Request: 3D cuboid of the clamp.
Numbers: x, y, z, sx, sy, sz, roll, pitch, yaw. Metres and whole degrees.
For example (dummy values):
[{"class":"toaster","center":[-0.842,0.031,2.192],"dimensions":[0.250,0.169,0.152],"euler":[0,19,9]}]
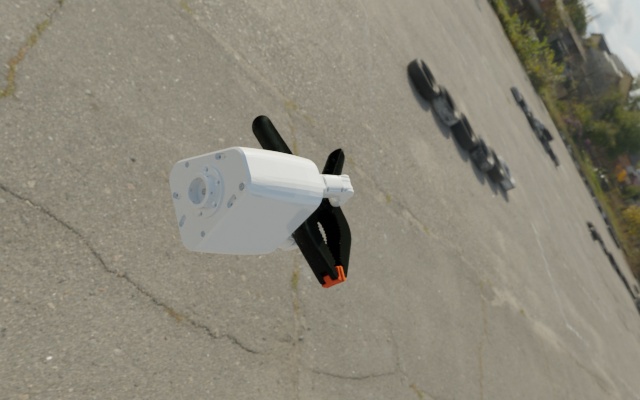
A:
[{"class":"clamp","center":[0.001,0.002,0.591],"dimensions":[0.036,0.210,0.164],"euler":[-29,-20,33]}]
